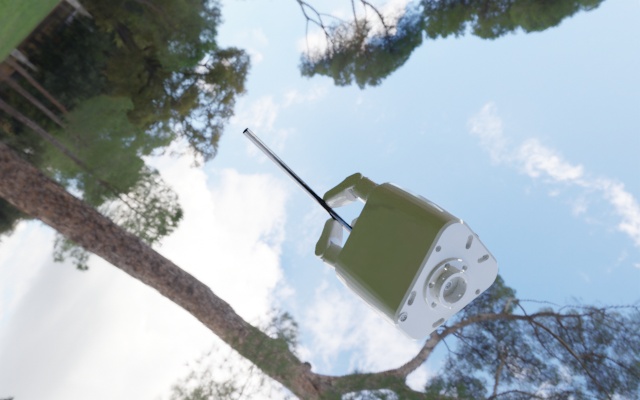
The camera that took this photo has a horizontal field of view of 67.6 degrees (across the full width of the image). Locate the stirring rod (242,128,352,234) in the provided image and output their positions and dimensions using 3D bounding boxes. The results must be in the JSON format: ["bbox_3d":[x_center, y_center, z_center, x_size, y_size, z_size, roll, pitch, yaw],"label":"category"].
[{"bbox_3d":[0.000,0.002,0.535,0.011,0.011,0.240,0,-36,50],"label":"stirring rod"}]
